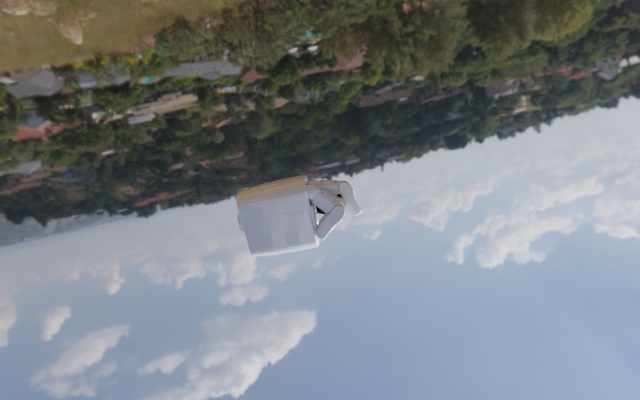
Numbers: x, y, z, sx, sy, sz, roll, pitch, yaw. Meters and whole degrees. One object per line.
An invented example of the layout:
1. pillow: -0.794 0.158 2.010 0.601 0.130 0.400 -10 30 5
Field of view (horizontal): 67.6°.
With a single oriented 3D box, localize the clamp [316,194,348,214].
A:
1. clamp: 0.000 0.003 0.833 0.120 0.039 0.171 -8 3 2
